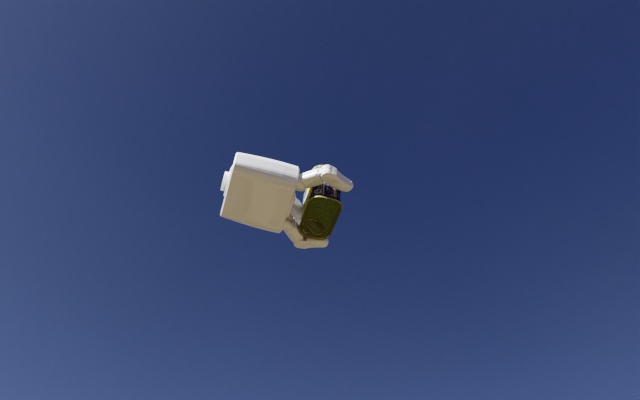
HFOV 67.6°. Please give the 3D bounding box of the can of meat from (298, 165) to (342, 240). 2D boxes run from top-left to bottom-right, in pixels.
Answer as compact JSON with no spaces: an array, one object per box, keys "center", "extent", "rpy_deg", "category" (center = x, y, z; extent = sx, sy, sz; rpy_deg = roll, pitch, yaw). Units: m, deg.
[{"center":[0.000,0.002,0.817],"extent":[0.057,0.083,0.102],"rpy_deg":[13,-46,-9],"category":"can of meat"}]
